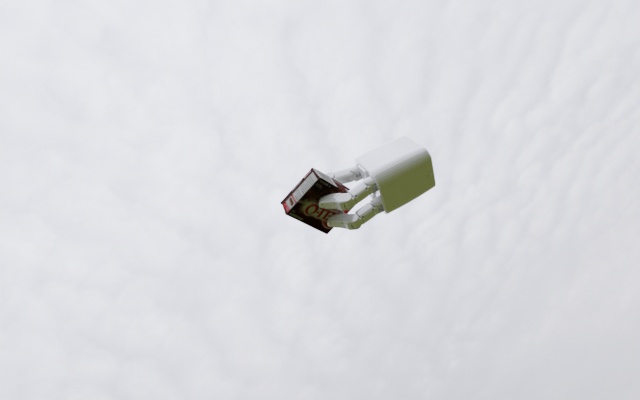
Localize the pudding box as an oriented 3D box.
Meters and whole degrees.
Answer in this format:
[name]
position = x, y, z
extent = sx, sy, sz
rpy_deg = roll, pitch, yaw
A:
[pudding box]
position = 0.000, 0.003, 0.840
extent = 0.113, 0.090, 0.039
rpy_deg = 29, 20, -40
